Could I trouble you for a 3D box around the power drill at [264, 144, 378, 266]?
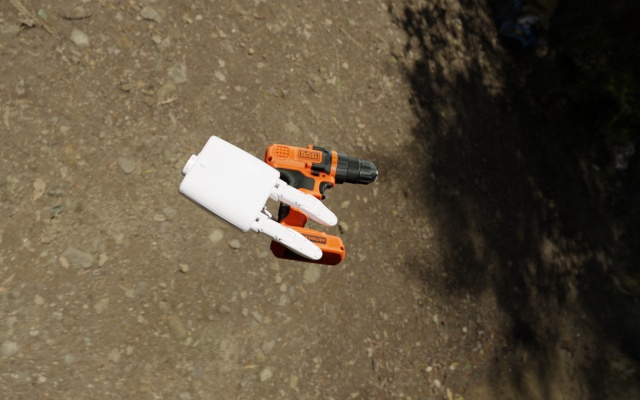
[{"bbox_3d":[0.000,0.003,0.728,0.184,0.187,0.057,7,-33,-8],"label":"power drill"}]
